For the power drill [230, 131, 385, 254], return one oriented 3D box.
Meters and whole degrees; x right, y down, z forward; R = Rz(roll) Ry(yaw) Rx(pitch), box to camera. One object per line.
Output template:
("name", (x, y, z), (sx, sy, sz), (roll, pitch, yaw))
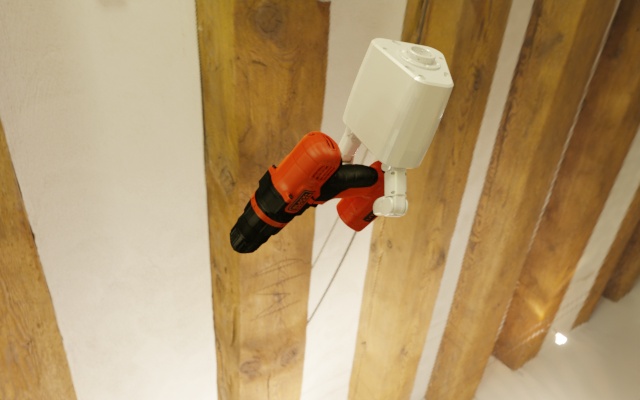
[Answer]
("power drill", (0.001, 0.002, 0.579), (0.187, 0.057, 0.184), (2, -39, -49))
